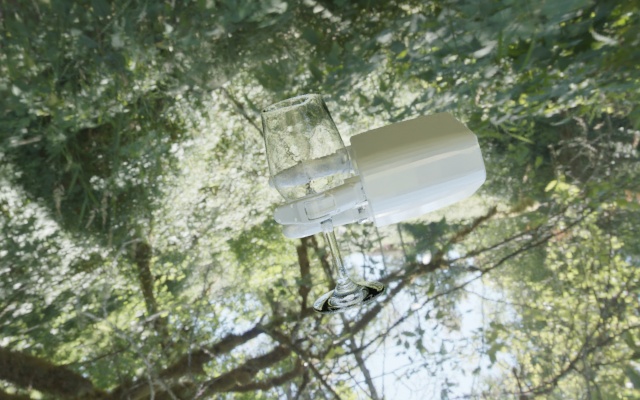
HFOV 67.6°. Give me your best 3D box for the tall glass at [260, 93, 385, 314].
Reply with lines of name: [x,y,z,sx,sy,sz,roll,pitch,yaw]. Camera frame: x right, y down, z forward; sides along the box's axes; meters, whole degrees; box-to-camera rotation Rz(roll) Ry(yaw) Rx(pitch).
tall glass: [0.000,0.002,0.464,0.079,0.201,0.079,-17,6,2]
